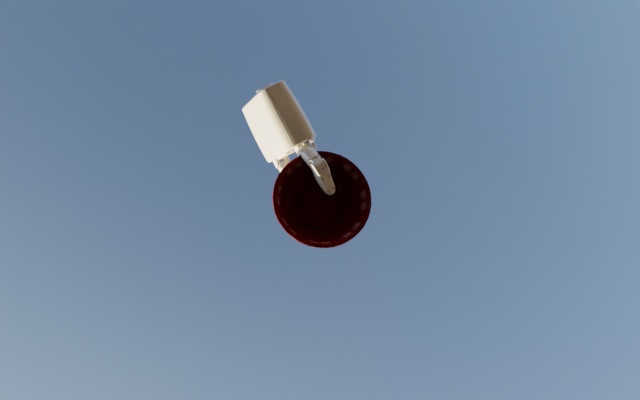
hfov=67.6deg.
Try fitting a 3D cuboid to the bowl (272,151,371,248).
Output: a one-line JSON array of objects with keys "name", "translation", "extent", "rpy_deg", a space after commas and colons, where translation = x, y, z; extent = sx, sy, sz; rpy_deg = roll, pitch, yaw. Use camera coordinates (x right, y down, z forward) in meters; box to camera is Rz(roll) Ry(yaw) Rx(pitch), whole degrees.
[{"name": "bowl", "translation": [0.000, 0.004, 0.793], "extent": [0.162, 0.162, 0.055], "rpy_deg": [0, -14, -8]}]
